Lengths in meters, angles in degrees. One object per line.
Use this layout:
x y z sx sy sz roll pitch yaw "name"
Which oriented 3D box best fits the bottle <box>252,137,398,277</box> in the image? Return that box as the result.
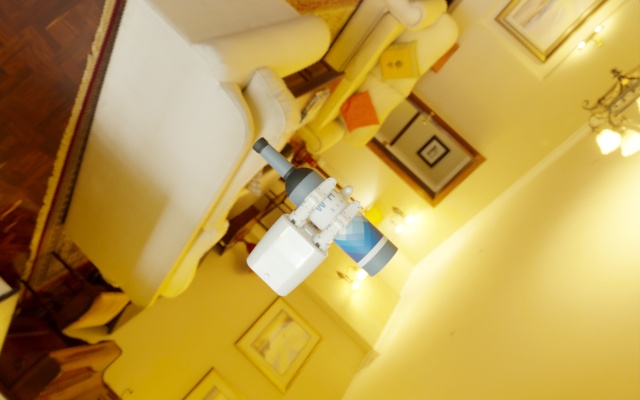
0.000 0.003 0.801 0.295 0.069 0.069 43 3 4 "bottle"
